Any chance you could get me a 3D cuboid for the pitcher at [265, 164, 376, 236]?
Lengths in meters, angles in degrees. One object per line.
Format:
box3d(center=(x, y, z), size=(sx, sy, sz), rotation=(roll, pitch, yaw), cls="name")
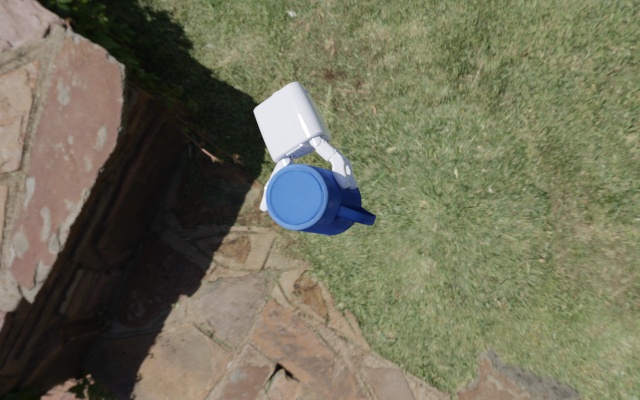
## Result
box3d(center=(0.000, 0.003, 0.869), size=(0.149, 0.145, 0.243), rotation=(-24, -8, 12), cls="pitcher")
